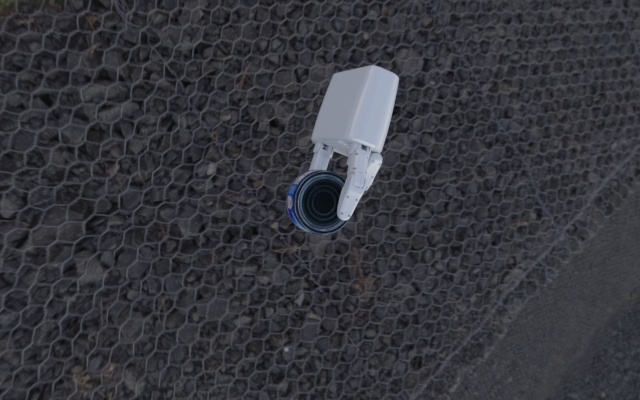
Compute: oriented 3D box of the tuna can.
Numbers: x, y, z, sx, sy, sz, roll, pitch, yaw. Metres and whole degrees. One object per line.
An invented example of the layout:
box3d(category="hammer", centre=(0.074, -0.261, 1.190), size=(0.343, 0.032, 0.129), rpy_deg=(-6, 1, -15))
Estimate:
box3d(category="tuna can", centre=(0.000, 0.002, 0.628), size=(0.086, 0.086, 0.034), rpy_deg=(0, 4, -20))
